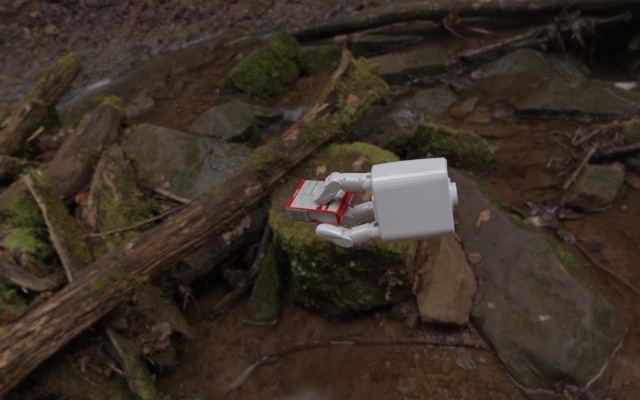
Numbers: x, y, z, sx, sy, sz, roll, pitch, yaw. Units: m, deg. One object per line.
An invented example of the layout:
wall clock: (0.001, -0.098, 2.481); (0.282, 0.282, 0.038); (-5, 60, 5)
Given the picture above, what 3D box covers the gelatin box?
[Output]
gelatin box: (0.000, 0.002, 0.755); (0.089, 0.030, 0.073); (5, 42, 22)
